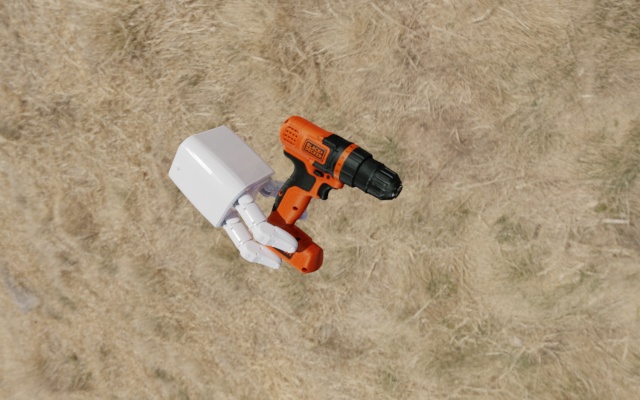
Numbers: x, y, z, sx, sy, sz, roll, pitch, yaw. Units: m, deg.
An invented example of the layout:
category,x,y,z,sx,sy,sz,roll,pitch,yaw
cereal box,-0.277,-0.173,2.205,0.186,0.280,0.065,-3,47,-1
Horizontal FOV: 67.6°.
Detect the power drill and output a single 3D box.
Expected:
category,x,y,z,sx,sy,sz,roll,pitch,yaw
power drill,0.000,0.002,0.646,0.184,0.188,0.057,33,22,23
